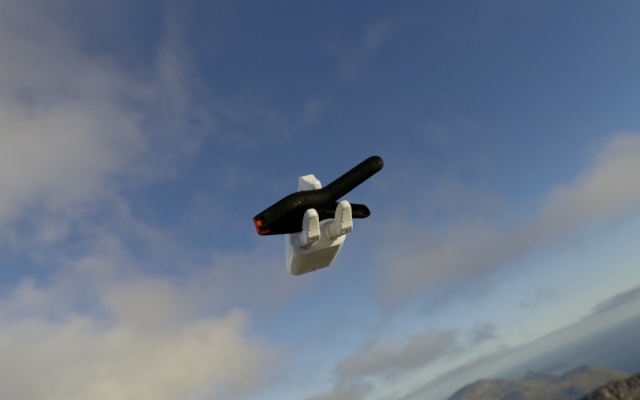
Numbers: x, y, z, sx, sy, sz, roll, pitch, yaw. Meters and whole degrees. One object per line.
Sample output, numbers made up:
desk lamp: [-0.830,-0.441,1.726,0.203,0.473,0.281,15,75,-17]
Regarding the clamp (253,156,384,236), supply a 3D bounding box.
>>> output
clamp: [-0.001,0.002,0.739,0.210,0.036,0.165,-15,-30,-19]
